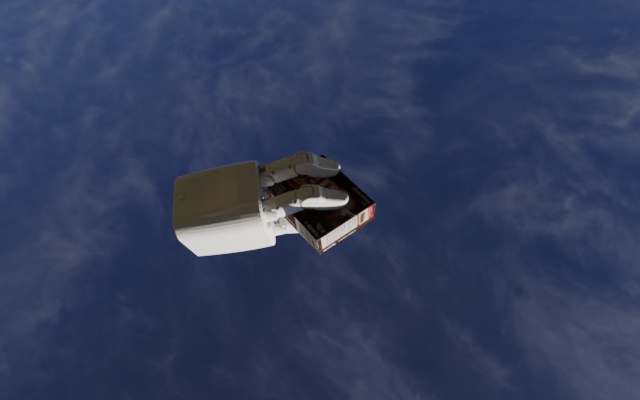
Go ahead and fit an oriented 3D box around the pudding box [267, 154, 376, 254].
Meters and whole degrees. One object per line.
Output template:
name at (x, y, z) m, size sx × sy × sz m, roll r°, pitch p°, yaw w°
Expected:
pudding box at (0.000, 0.002, 0.604) m, size 0.090 × 0.113 × 0.039 m, roll -32°, pitch -33°, yaw -19°
